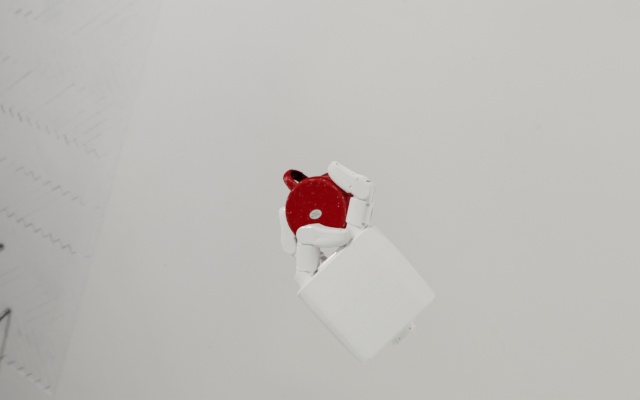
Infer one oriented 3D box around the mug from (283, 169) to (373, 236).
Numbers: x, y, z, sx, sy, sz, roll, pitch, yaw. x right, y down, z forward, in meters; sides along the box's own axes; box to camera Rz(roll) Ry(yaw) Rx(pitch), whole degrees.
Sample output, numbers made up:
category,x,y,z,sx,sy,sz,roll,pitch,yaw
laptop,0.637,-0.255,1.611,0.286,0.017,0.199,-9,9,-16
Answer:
category,x,y,z,sx,sy,sz,roll,pitch,yaw
mug,-0.001,0.001,0.589,0.117,0.093,0.081,45,18,13
